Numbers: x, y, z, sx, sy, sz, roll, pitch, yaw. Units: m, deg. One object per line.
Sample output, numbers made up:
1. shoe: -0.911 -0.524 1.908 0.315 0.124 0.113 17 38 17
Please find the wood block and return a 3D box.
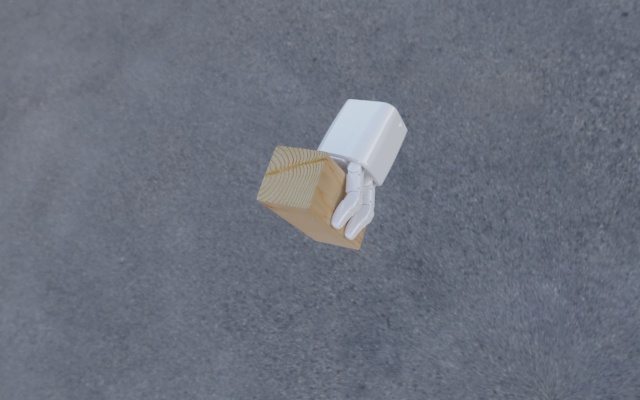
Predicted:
1. wood block: 0.000 0.002 0.758 0.091 0.090 0.206 11 -16 29
